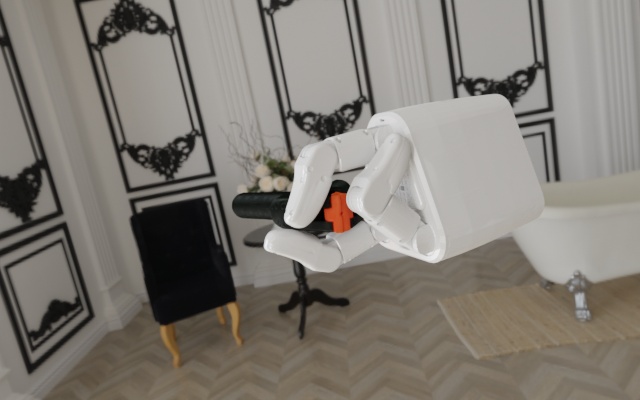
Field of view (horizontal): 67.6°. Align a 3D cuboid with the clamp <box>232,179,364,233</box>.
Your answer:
[{"bbox_3d":[0.000,0.001,0.416,0.120,0.039,0.171,-16,12,-23],"label":"clamp"}]
